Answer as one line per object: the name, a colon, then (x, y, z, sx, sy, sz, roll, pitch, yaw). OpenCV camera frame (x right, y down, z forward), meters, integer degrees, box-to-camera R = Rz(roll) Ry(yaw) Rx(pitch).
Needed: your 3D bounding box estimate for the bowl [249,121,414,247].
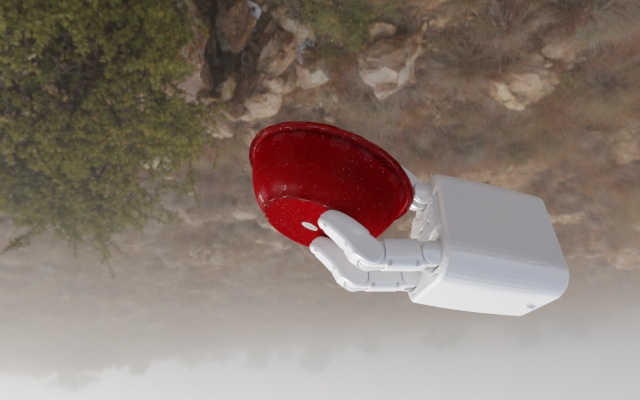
bowl: (-0.001, 0.002, 0.440, 0.162, 0.055, 0.162, 16, -29, 9)
